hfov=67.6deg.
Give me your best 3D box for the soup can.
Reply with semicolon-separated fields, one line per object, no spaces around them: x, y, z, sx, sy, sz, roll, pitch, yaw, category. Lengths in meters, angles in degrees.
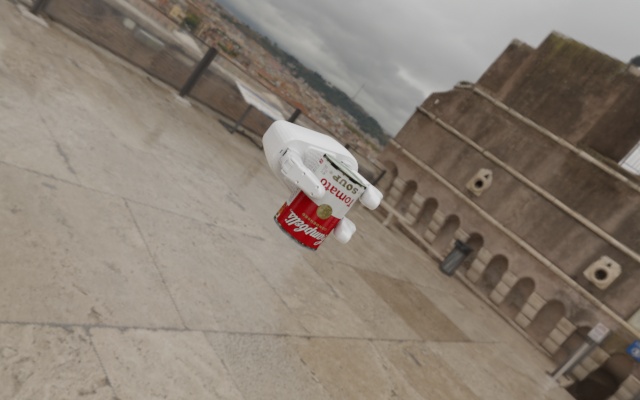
0.000;0.002;0.583;0.068;0.102;0.068;38;10;-8;soup can
